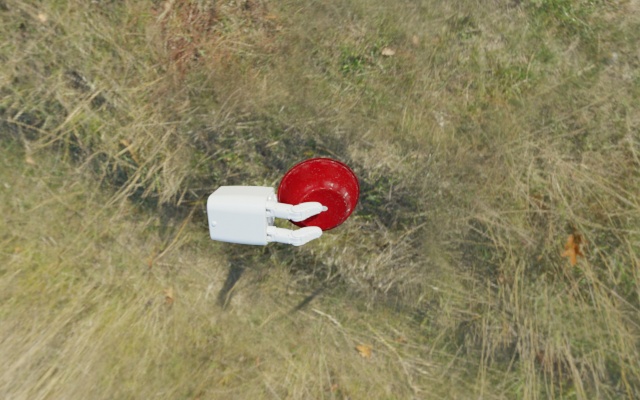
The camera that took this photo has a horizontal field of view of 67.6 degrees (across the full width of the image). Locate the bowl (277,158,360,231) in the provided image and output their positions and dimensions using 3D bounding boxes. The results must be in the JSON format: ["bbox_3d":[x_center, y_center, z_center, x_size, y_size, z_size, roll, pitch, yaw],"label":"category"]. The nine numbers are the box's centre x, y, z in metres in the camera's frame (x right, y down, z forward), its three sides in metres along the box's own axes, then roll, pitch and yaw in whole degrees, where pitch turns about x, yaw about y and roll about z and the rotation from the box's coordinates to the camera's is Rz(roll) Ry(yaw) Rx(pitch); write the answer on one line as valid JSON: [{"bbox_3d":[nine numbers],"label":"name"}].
[{"bbox_3d":[0.001,0.003,0.898,0.162,0.162,0.055,0,31,-9],"label":"bowl"}]
